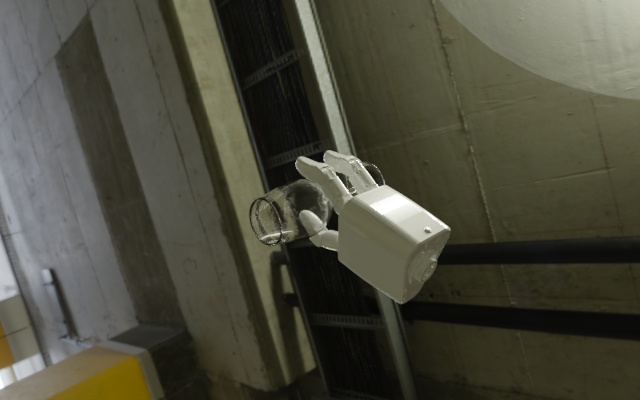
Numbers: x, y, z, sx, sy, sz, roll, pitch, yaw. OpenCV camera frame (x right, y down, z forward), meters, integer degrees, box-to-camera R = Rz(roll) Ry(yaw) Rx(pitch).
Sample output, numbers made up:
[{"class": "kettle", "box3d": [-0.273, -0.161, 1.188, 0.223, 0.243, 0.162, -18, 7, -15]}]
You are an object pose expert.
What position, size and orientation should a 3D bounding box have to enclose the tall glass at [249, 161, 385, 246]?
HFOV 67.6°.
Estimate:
[{"class": "tall glass", "box3d": [0.000, 0.002, 0.655, 0.201, 0.079, 0.079, -20, 13, -42]}]
